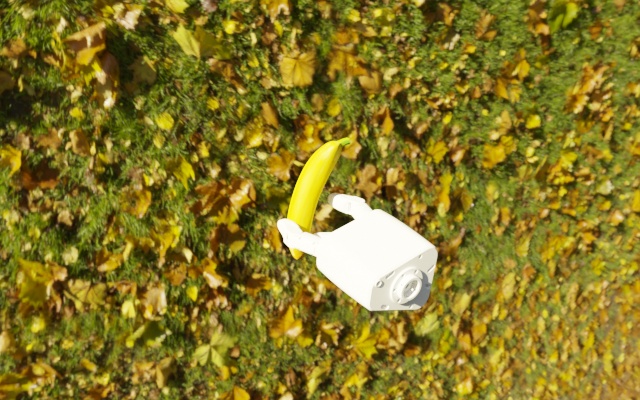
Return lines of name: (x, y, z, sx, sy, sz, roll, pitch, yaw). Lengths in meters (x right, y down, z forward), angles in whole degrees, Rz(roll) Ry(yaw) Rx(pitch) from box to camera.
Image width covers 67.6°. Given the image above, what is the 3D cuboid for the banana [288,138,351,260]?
banana: (-0.011, -0.005, 0.693, 0.070, 0.198, 0.037, 18, 9, -45)
